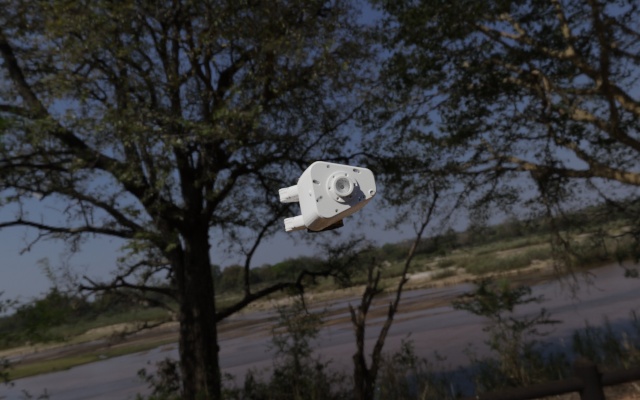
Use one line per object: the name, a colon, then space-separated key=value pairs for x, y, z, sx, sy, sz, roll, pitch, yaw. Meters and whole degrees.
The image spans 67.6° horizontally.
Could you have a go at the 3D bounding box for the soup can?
soup can: x=0.000 y=0.003 z=0.872 sx=0.068 sy=0.102 sz=0.068 roll=-10 pitch=-9 yaw=-2
